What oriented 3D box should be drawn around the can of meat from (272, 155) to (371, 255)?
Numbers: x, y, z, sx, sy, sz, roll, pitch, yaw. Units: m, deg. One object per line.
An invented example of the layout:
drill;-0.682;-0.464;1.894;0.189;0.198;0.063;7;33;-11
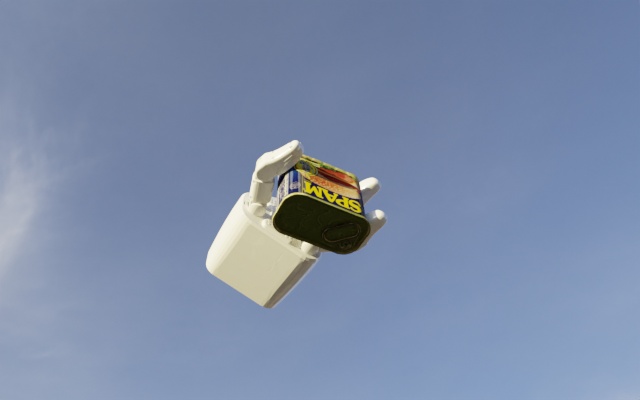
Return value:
can of meat;0.000;0.001;0.529;0.102;0.057;0.084;21;33;-18
